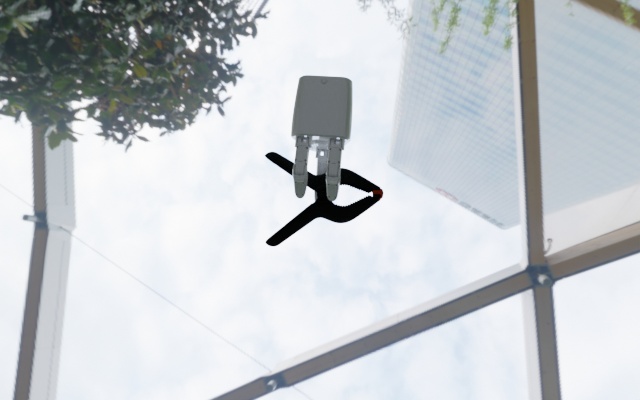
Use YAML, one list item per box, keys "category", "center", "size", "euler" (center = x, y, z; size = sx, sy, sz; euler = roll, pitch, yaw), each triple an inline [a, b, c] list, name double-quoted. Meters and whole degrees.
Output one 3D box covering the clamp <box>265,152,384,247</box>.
- category: "clamp"
  center: [0.001, 0.003, 0.813]
  size: [0.210, 0.164, 0.036]
  euler: [4, -8, 6]
